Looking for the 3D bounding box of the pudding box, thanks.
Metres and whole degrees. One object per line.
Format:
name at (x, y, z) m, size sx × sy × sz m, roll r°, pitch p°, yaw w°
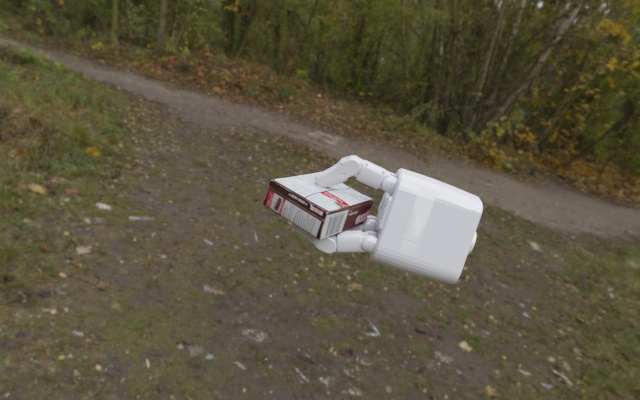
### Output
pudding box at (0.000, 0.002, 0.589) m, size 0.090 × 0.039 × 0.113 m, roll 29°, pitch 22°, yaw 27°
